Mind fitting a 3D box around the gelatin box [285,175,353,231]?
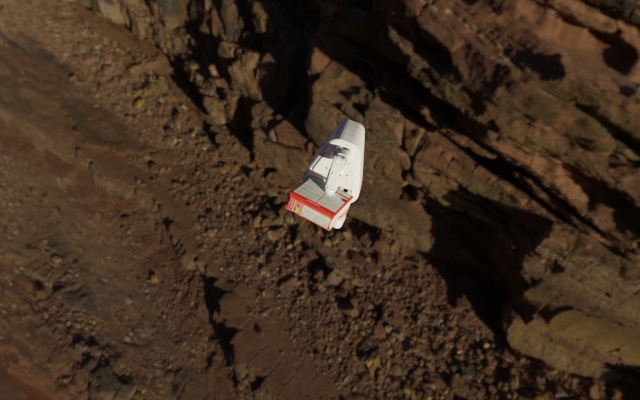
[{"bbox_3d":[0.000,0.002,0.710,0.073,0.030,0.089,28,27,11],"label":"gelatin box"}]
